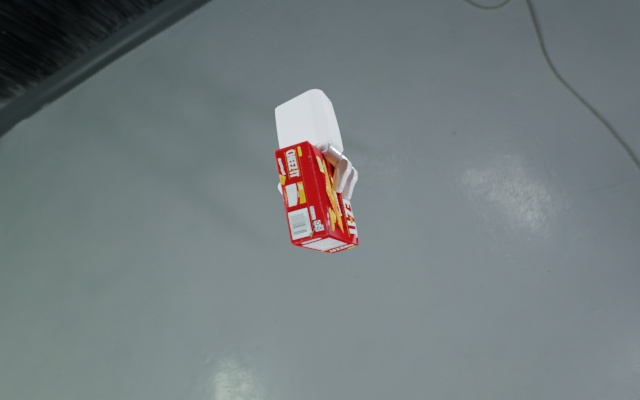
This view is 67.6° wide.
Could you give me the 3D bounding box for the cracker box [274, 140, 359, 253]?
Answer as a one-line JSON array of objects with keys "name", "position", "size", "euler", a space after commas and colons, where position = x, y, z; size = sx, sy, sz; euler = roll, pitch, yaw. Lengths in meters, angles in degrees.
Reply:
[{"name": "cracker box", "position": [0.000, 0.003, 0.862], "size": [0.072, 0.164, 0.214], "euler": [-16, -14, 15]}]
